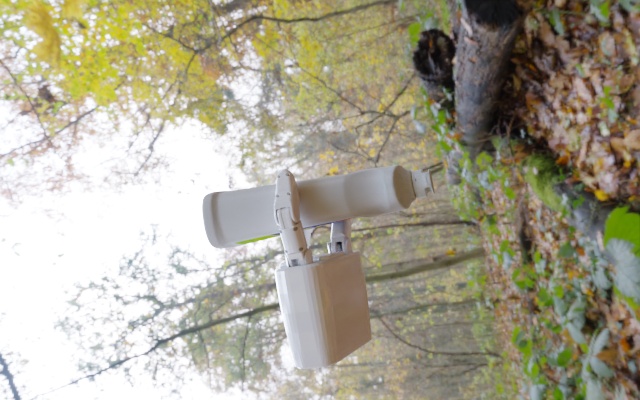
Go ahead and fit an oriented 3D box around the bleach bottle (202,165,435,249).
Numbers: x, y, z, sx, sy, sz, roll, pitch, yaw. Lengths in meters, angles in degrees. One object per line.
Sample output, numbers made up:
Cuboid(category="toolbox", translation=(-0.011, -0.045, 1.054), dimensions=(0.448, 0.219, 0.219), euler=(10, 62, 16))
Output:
Cuboid(category="bleach bottle", translation=(0.000, 0.002, 0.544), dimensions=(0.251, 0.068, 0.102), euler=(-11, -3, 17))
